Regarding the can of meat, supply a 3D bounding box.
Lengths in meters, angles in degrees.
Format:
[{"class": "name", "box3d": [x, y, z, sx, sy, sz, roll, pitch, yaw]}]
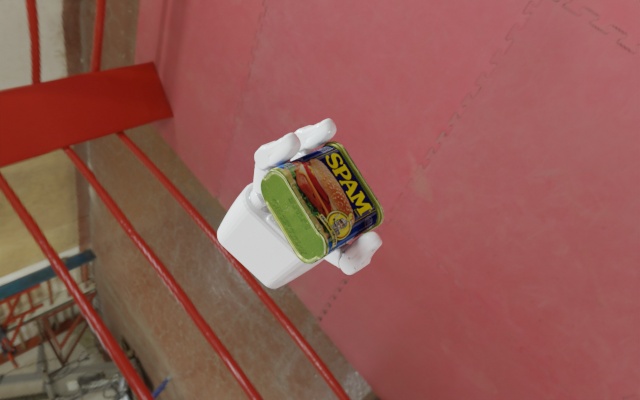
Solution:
[{"class": "can of meat", "box3d": [0.000, 0.002, 0.474, 0.084, 0.102, 0.057, -27, -7, -39]}]
